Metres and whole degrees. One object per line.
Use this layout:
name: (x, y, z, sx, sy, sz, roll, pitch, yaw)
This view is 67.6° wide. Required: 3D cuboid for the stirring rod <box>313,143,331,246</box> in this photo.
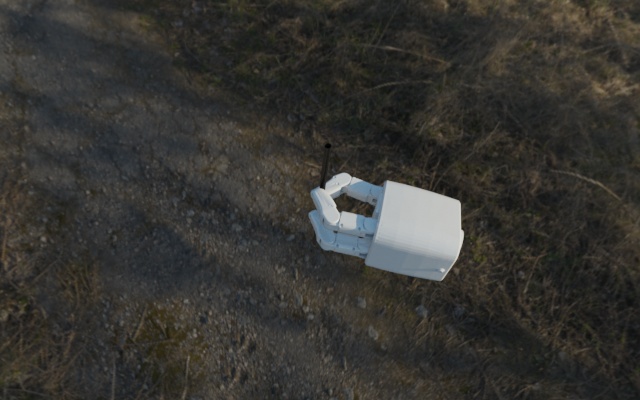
stirring rod: (0.000, 0.002, 0.652, 0.011, 0.011, 0.240, 0, -33, -5)
